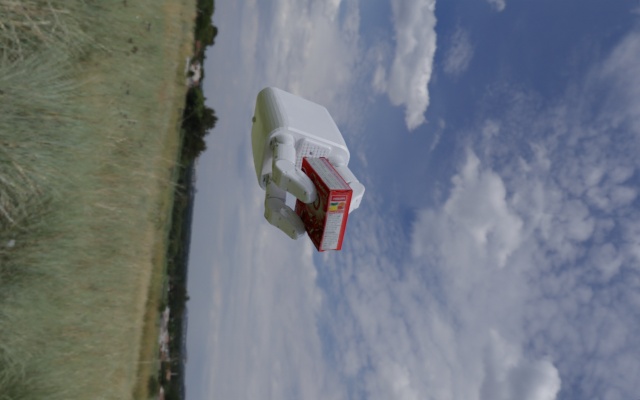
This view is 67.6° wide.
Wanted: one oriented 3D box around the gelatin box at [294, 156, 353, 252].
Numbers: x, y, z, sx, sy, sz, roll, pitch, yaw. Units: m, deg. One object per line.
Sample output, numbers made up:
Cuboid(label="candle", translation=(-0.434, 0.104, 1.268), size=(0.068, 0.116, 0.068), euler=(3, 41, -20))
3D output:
Cuboid(label="gelatin box", translation=(0.001, 0.002, 0.522), size=(0.030, 0.073, 0.089), euler=(-1, 29, -23))
